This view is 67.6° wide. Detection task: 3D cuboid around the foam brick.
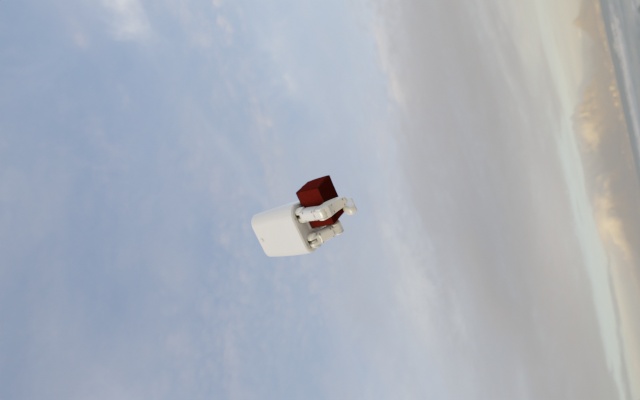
[{"bbox_3d":[0.000,0.003,0.871,0.051,0.078,0.053,-12,21,34],"label":"foam brick"}]
